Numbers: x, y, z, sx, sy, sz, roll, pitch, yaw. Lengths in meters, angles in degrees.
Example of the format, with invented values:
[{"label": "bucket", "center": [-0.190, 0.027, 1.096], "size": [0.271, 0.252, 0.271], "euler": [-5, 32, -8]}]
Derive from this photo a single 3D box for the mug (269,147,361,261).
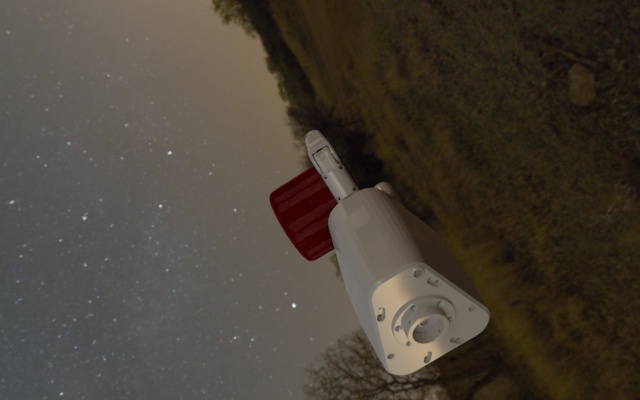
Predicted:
[{"label": "mug", "center": [0.000, 0.001, 0.488], "size": [0.081, 0.093, 0.117], "euler": [-32, 31, 4]}]
